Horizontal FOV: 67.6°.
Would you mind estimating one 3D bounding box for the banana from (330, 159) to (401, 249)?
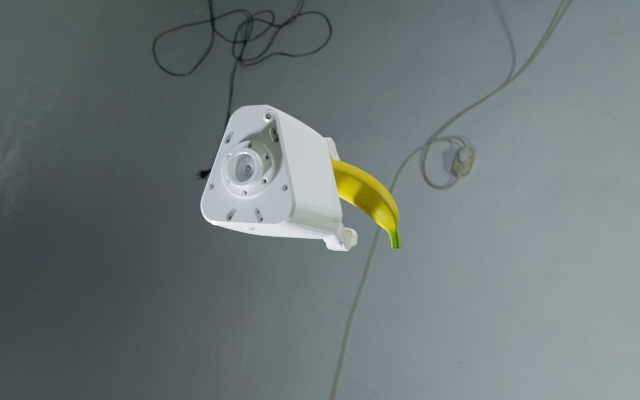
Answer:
[{"bbox_3d":[0.010,-0.014,0.542,0.198,0.069,0.037,26,14,19],"label":"banana"}]
